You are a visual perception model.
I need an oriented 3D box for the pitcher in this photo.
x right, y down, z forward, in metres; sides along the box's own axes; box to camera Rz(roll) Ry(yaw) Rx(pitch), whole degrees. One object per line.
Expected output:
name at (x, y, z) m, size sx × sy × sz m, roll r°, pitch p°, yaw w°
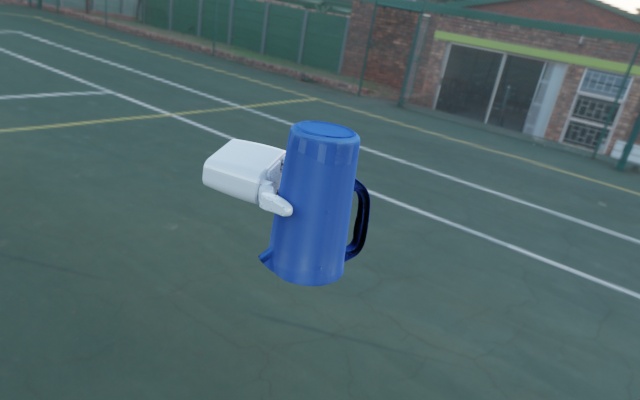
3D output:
pitcher at (0.000, 0.002, 0.766) m, size 0.145 × 0.243 × 0.149 m, roll 16°, pitch 23°, yaw 17°
